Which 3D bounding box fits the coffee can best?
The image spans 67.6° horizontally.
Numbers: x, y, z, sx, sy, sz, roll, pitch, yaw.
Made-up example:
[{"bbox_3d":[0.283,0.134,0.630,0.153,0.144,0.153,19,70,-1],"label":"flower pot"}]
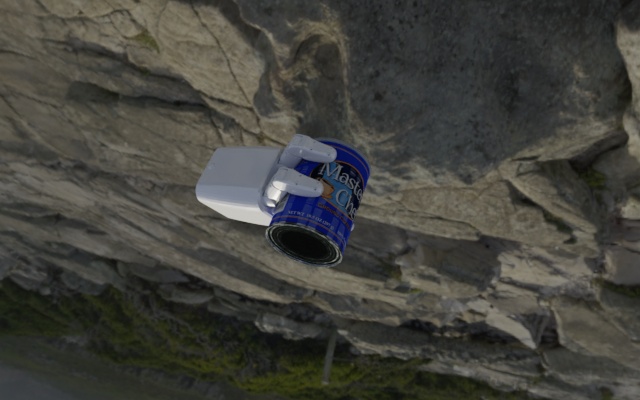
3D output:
[{"bbox_3d":[0.000,0.002,0.632,0.103,0.140,0.103,15,-31,10],"label":"coffee can"}]
